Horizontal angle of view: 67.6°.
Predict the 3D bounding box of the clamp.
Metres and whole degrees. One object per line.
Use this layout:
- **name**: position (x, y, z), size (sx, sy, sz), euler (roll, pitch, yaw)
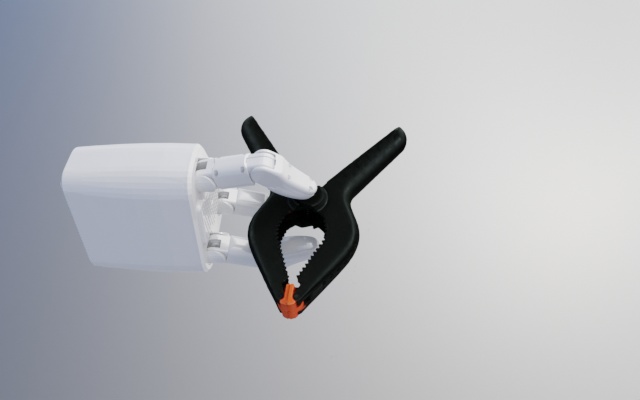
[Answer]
- **clamp**: position (0.000, 0.001, 0.423), size (0.164, 0.209, 0.036), euler (-1, -37, 3)
